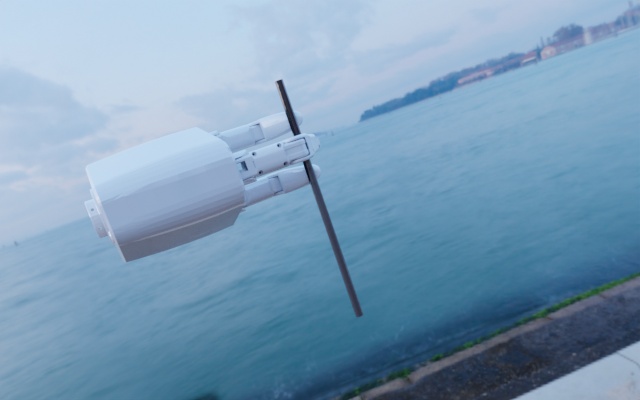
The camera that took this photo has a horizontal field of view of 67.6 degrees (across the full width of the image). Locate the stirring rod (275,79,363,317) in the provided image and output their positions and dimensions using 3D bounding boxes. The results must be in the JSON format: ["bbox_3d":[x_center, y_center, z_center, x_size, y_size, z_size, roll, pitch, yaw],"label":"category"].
[{"bbox_3d":[0.000,0.002,0.459,0.011,0.239,0.011,-19,8,3],"label":"stirring rod"}]
